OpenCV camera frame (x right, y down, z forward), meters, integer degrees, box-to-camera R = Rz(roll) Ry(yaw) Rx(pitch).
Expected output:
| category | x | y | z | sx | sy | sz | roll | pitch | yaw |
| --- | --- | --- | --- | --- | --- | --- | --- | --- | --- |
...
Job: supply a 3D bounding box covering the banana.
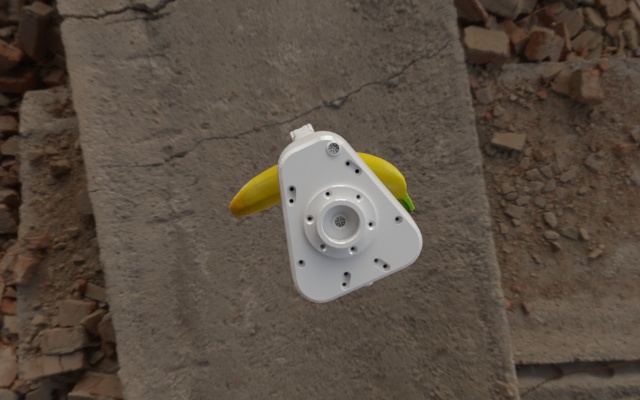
| category | x | y | z | sx | sy | sz | roll | pitch | yaw |
| --- | --- | --- | --- | --- | --- | --- | --- | --- | --- |
| banana | 0.004 | -0.016 | 0.493 | 0.198 | 0.070 | 0.037 | 0 | 16 | -3 |
